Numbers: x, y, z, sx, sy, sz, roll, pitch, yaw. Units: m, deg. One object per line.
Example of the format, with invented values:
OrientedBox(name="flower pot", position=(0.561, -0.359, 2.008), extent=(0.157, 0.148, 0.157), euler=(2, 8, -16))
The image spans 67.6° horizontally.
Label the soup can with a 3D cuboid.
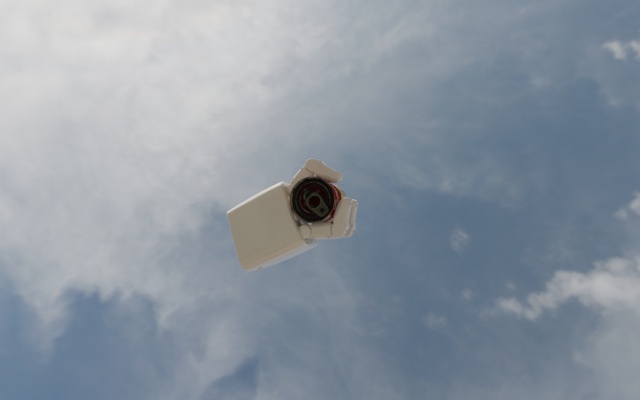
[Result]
OrientedBox(name="soup can", position=(0.001, 0.002, 0.734), extent=(0.068, 0.068, 0.102), euler=(0, -4, 14))
